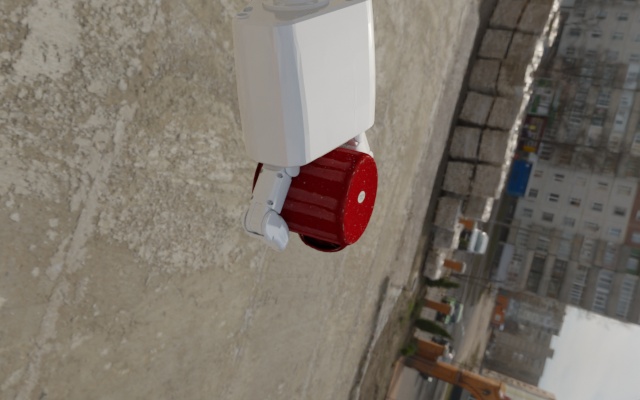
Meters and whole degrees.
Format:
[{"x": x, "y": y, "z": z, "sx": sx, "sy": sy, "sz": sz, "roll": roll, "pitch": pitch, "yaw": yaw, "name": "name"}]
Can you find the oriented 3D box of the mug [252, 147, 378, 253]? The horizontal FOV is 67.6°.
[{"x": 0.000, "y": 0.003, "z": 0.426, "sx": 0.081, "sy": 0.117, "sz": 0.093, "roll": 14, "pitch": 39, "yaw": 24, "name": "mug"}]
